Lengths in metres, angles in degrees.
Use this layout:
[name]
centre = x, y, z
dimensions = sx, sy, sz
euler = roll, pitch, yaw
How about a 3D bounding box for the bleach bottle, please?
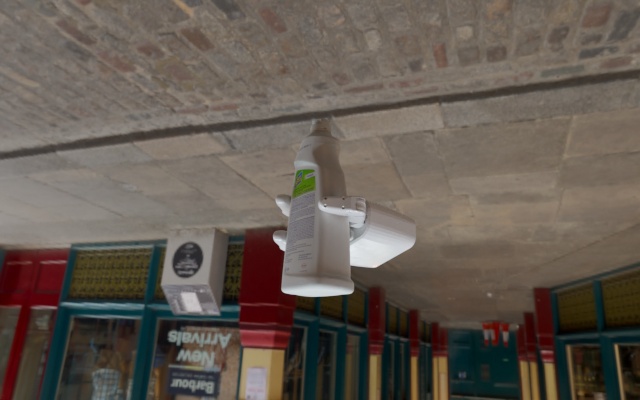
[bleach bottle]
centre = 0.000, 0.002, 0.662
dimensions = 0.068, 0.250, 0.102
euler = 17, -22, -37
